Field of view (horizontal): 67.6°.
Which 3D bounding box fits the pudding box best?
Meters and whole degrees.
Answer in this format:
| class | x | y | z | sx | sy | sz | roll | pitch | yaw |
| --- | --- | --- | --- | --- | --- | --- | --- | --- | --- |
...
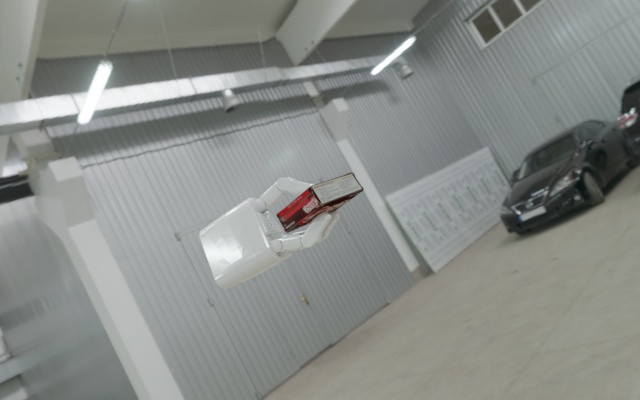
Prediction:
| class | x | y | z | sx | sy | sz | roll | pitch | yaw |
| --- | --- | --- | --- | --- | --- | --- | --- | --- | --- |
| pudding box | 0.000 | 0.002 | 0.733 | 0.090 | 0.039 | 0.113 | -37 | -8 | 39 |
